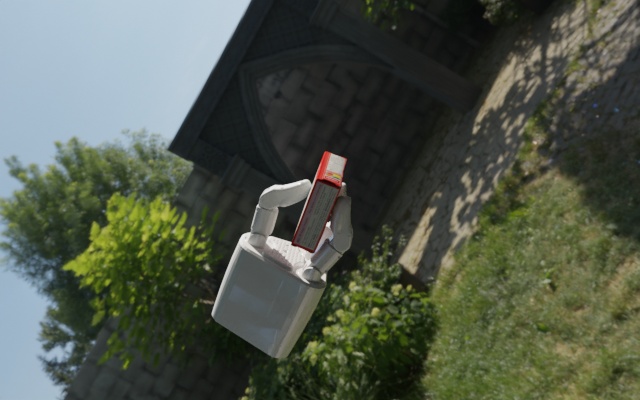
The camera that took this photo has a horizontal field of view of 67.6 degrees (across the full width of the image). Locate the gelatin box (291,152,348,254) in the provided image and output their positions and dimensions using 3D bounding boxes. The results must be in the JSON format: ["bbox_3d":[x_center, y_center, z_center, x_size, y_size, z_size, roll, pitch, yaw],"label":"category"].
[{"bbox_3d":[0.000,0.001,0.521,0.030,0.089,0.073,20,29,-2],"label":"gelatin box"}]
